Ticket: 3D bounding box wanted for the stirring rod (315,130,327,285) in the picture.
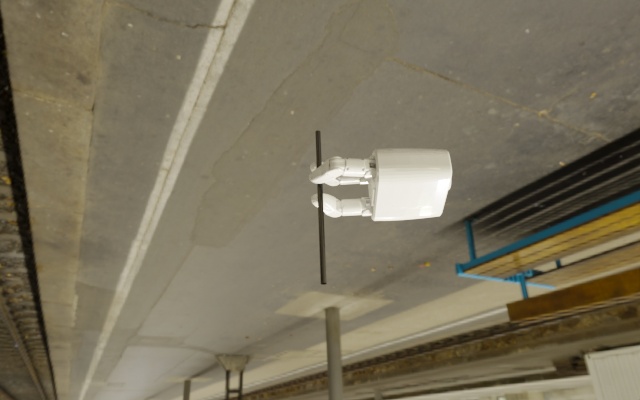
[{"bbox_3d":[0.000,0.002,0.685,0.011,0.239,0.011,-2,-26,-1],"label":"stirring rod"}]
